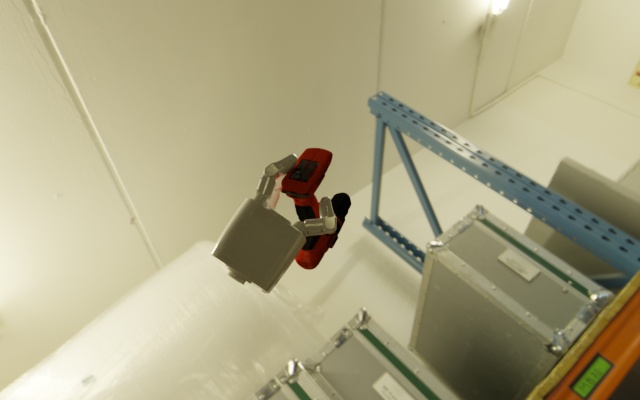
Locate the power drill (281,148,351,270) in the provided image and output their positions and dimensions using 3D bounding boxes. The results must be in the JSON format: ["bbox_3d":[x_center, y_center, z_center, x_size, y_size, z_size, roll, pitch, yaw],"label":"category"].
[{"bbox_3d":[0.000,0.003,0.840,0.057,0.188,0.184,10,47,24],"label":"power drill"}]
